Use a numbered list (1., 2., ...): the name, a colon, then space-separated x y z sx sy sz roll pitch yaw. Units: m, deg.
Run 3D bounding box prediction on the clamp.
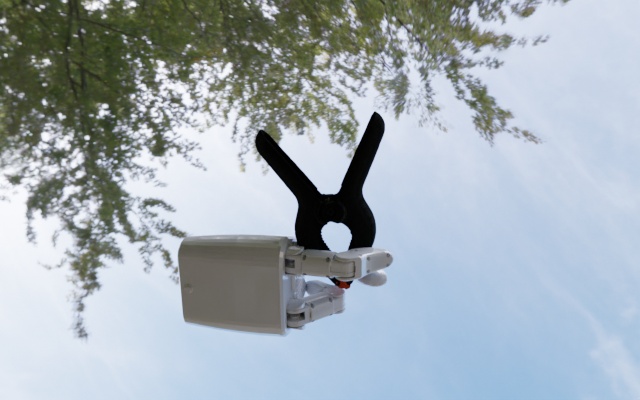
1. clamp: 0.000 0.002 0.459 0.120 0.171 0.039 2 13 11
